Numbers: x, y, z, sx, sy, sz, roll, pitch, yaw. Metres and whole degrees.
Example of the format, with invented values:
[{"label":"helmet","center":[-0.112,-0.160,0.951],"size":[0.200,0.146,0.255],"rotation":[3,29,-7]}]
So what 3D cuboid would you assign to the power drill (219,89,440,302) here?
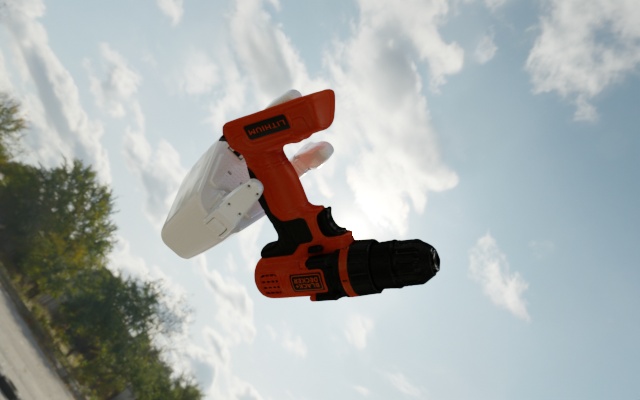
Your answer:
[{"label":"power drill","center":[0.000,0.001,0.429],"size":[0.184,0.188,0.057],"rotation":[-11,12,27]}]
